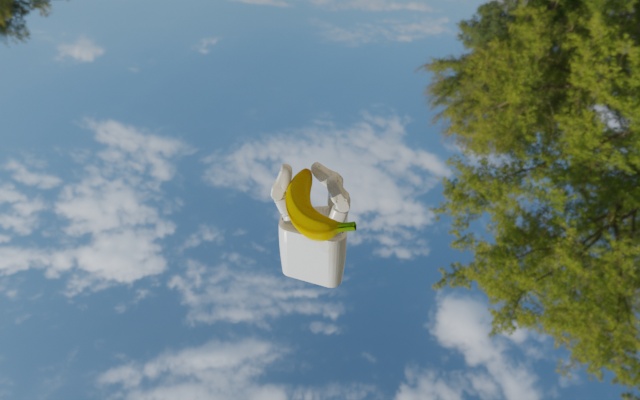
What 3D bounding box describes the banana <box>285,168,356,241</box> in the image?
[{"bbox_3d":[-0.016,0.008,0.690,0.069,0.037,0.197,-15,32,-15],"label":"banana"}]
